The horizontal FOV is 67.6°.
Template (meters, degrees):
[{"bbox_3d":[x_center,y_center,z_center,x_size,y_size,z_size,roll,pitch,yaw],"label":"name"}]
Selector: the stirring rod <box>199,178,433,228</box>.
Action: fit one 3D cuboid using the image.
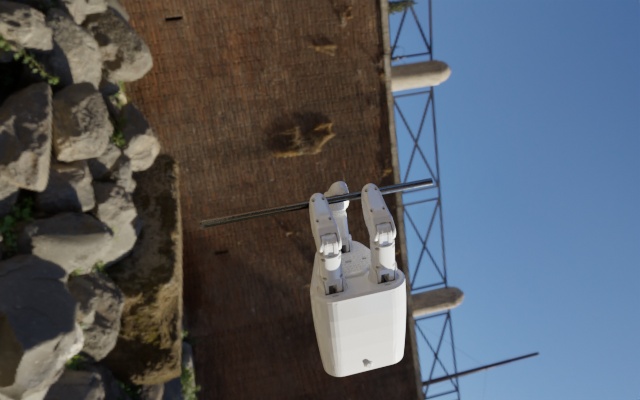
[{"bbox_3d":[0.000,0.002,0.483,0.239,0.011,0.011,-10,2,-9],"label":"stirring rod"}]
